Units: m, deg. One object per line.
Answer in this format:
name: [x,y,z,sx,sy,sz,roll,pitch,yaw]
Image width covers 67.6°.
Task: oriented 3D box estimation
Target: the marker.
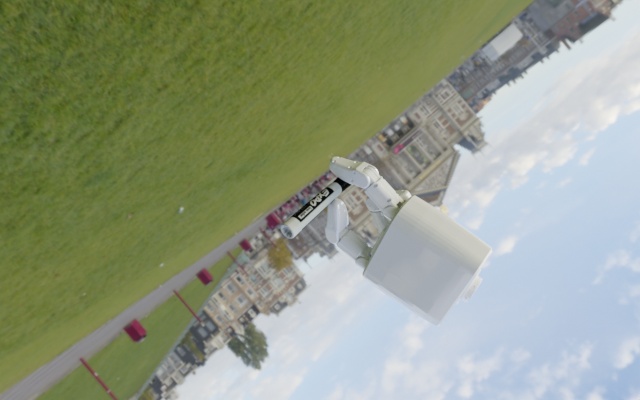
marker: [0.000,0.002,0.543,0.020,0.020,0.121,0,31,44]
